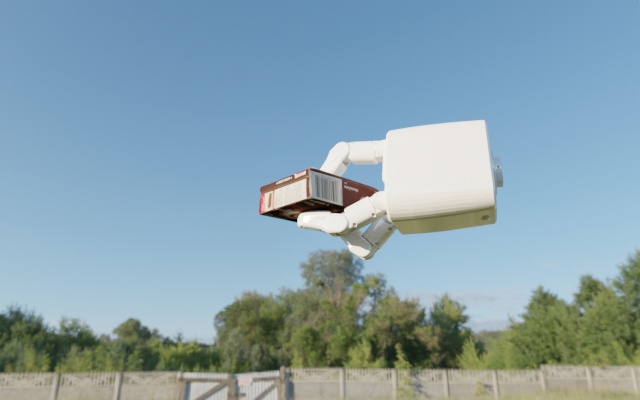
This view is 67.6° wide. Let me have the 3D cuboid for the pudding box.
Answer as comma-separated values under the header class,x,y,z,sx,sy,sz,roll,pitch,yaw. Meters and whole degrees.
class,x,y,z,sx,sy,sz,roll,pitch,yaw
pudding box,0.000,0.002,0.550,0.113,0.039,0.090,17,-24,-40
